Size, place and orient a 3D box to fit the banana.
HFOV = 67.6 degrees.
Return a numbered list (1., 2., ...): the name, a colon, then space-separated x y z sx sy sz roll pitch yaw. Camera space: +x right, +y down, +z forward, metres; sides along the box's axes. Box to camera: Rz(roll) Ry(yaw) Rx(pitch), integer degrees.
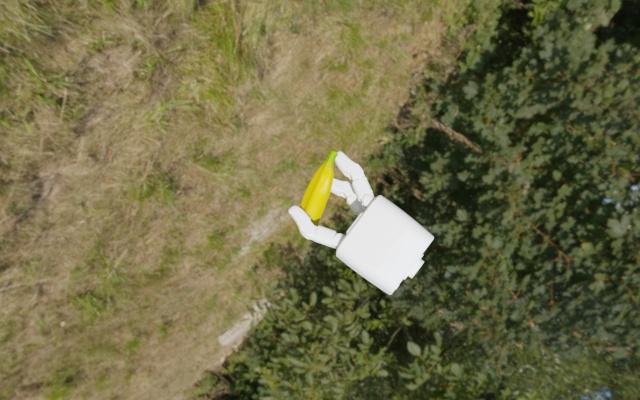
1. banana: -0.009 0.010 0.791 0.037 0.198 0.069 34 47 12
